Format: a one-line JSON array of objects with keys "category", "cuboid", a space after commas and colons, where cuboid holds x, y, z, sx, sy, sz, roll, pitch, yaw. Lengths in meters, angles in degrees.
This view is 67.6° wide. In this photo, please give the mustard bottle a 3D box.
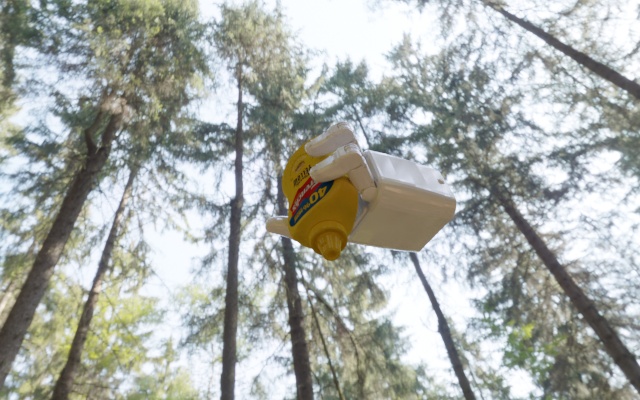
[{"category": "mustard bottle", "cuboid": [0.000, 0.002, 0.566, 0.058, 0.096, 0.191, 35, 23, -29]}]
